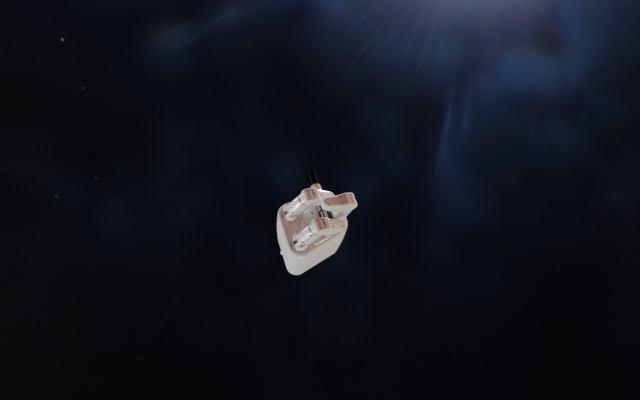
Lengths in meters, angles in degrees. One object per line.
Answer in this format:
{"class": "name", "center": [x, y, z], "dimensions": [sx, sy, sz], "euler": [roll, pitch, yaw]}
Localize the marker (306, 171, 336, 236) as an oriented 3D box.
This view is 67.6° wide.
{"class": "marker", "center": [0.000, 0.003, 0.797], "dimensions": [0.020, 0.121, 0.020], "euler": [-15, -26, -8]}
